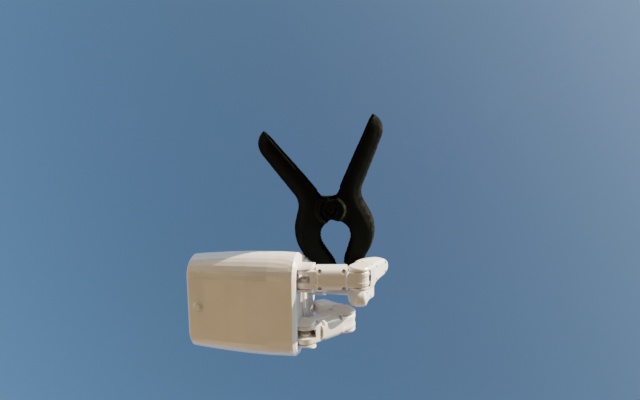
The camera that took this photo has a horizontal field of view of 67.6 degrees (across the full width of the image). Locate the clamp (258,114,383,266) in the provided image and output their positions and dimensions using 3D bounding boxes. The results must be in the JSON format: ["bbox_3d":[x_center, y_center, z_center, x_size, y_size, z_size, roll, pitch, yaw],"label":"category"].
[{"bbox_3d":[0.000,0.002,0.473,0.120,0.171,0.039,1,7,8],"label":"clamp"}]
